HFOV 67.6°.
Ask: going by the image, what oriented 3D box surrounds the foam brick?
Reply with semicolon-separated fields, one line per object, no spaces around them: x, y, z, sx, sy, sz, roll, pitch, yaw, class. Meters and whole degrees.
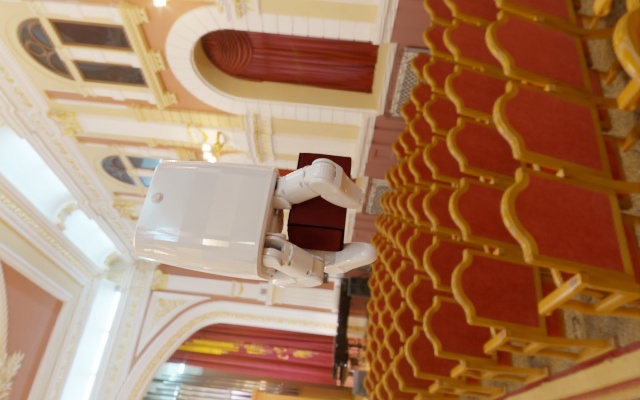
0.000;0.001;0.447;0.051;0.078;0.053;6;-29;3;foam brick
